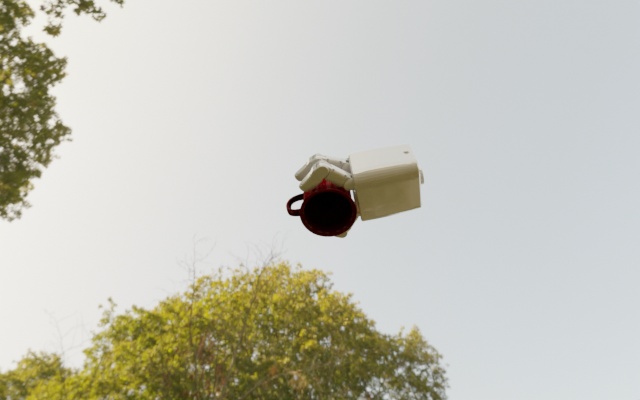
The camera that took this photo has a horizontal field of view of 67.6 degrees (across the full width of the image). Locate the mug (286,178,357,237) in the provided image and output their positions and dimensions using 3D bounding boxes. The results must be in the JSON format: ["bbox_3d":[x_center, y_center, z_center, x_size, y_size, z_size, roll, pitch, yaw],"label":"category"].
[{"bbox_3d":[-0.001,0.003,0.805,0.117,0.093,0.081,-10,31,5],"label":"mug"}]
